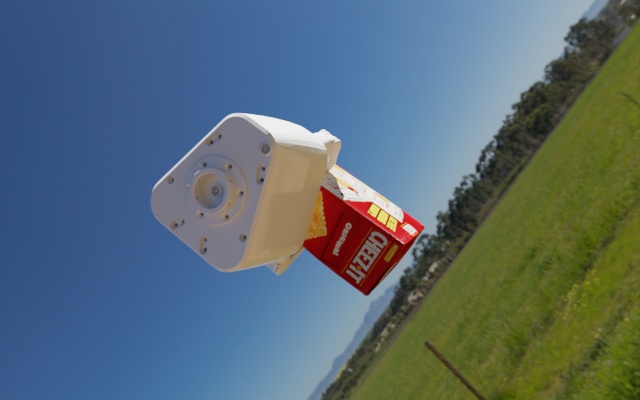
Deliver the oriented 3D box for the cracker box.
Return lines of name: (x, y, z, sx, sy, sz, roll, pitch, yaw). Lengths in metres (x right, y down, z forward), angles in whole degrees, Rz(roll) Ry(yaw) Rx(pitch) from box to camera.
cracker box: (0.000, 0.001, 0.531, 0.213, 0.072, 0.164, 36, 14, 14)
